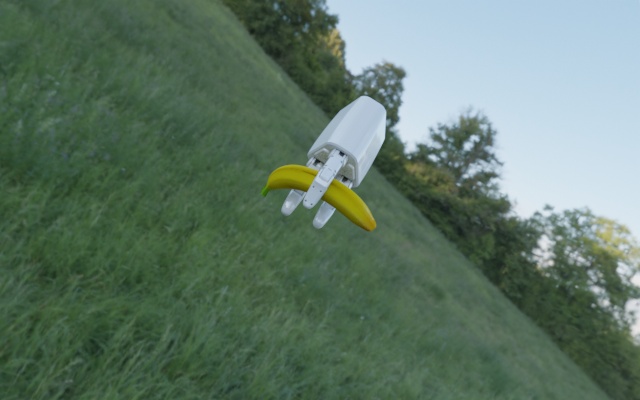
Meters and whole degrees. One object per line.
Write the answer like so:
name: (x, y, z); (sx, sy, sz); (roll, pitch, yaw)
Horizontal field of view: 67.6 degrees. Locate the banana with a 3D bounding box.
banana: (-0.003, -0.013, 0.730); (0.198, 0.070, 0.037); (19, 44, 21)
